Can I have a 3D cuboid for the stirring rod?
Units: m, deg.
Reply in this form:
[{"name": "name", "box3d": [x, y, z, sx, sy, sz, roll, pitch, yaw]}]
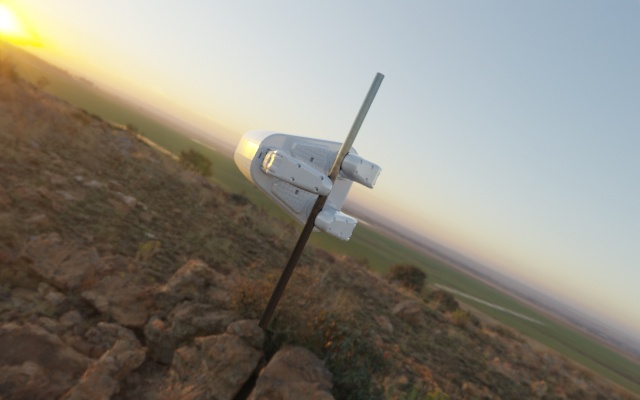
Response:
[{"name": "stirring rod", "box3d": [0.000, 0.001, 0.411, 0.011, 0.239, 0.011, 25, 2, -1]}]
